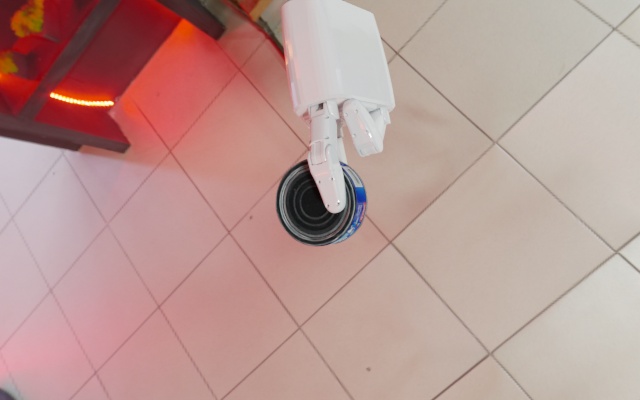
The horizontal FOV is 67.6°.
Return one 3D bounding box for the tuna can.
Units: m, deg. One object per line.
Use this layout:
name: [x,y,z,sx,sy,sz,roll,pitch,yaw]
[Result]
tuna can: [0.000,0.002,0.463,0.086,0.086,0.034,0,1,23]
